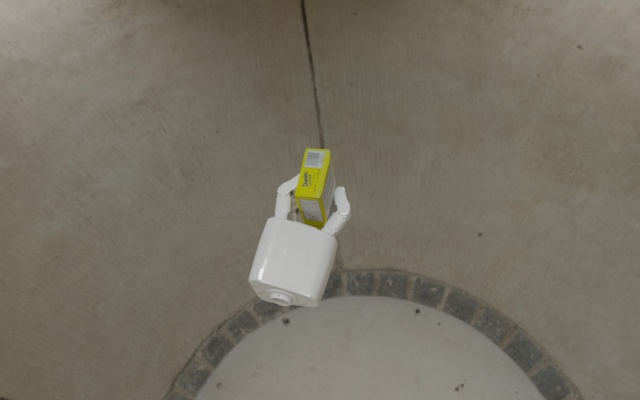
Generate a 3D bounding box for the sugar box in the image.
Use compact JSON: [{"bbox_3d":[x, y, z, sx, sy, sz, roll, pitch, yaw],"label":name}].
[{"bbox_3d":[0.000,0.003,0.794,0.048,0.093,0.176,7,-31,11],"label":"sugar box"}]
